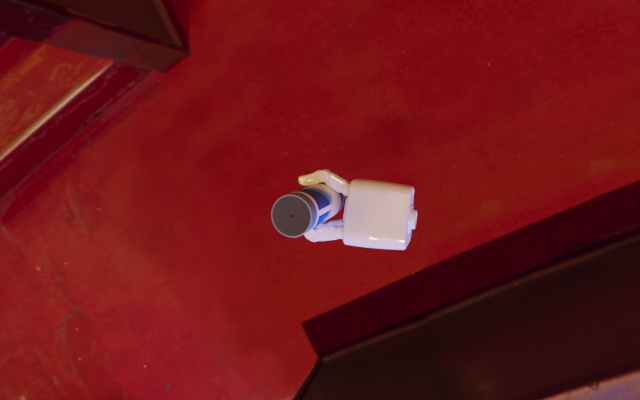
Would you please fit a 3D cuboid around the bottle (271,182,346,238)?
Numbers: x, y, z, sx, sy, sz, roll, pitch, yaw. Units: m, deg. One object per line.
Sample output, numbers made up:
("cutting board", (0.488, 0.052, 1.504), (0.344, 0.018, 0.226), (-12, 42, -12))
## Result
("bottle", (0.000, 0.003, 0.857), (0.069, 0.069, 0.295), (0, 8, 18))
